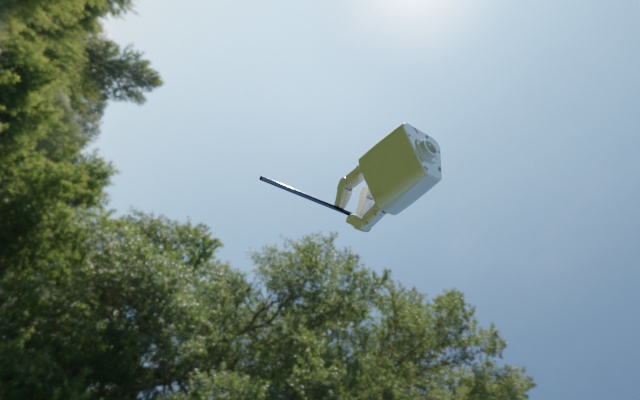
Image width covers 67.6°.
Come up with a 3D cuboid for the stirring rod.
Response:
[{"bbox_3d":[0.000,0.003,0.820,0.239,0.011,0.011,22,-12,-32],"label":"stirring rod"}]
